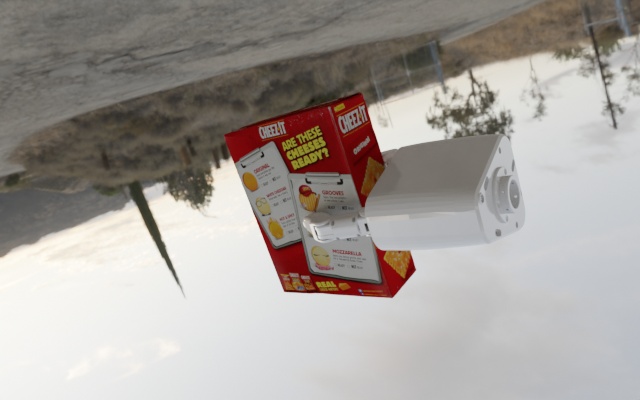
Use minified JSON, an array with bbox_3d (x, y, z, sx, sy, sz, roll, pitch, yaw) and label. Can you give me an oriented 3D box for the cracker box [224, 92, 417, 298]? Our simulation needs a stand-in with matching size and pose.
[{"bbox_3d":[0.000,0.002,0.549,0.164,0.214,0.072,-6,19,40],"label":"cracker box"}]
